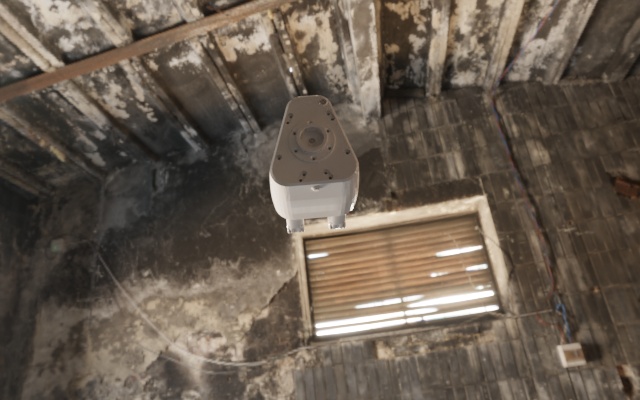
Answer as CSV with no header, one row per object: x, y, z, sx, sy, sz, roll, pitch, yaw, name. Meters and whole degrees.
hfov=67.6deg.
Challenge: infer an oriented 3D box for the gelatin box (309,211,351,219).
0.000,0.002,0.684,0.073,0.030,0.089,-9,-14,11,gelatin box
